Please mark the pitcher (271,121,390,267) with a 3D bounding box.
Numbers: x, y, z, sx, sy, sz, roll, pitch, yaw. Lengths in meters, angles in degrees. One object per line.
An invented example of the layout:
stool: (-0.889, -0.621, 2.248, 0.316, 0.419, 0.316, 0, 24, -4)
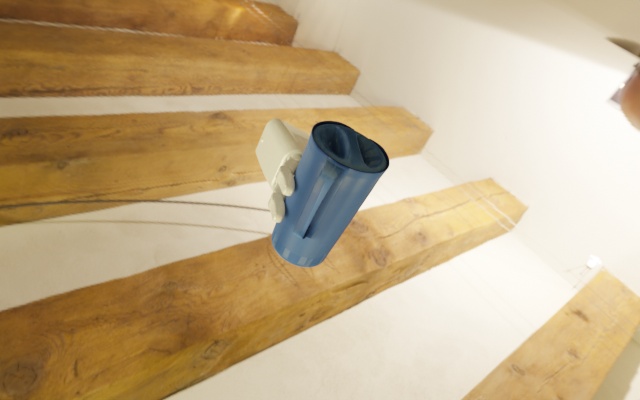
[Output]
pitcher: (0.000, 0.002, 0.797, 0.149, 0.243, 0.145, 2, 42, -33)
